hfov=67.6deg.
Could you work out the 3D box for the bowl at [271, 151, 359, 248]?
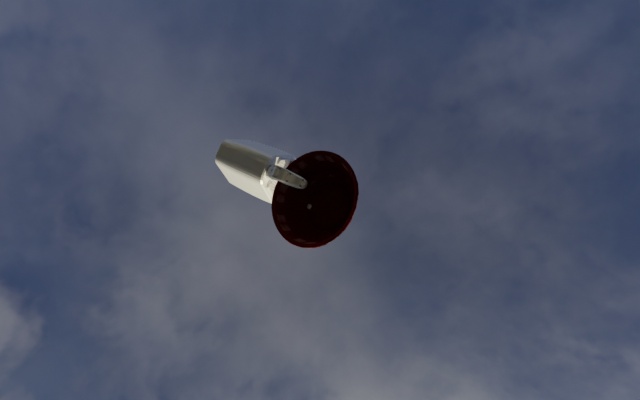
[{"bbox_3d":[0.001,0.003,0.785,0.162,0.162,0.055,0,-14,31],"label":"bowl"}]
